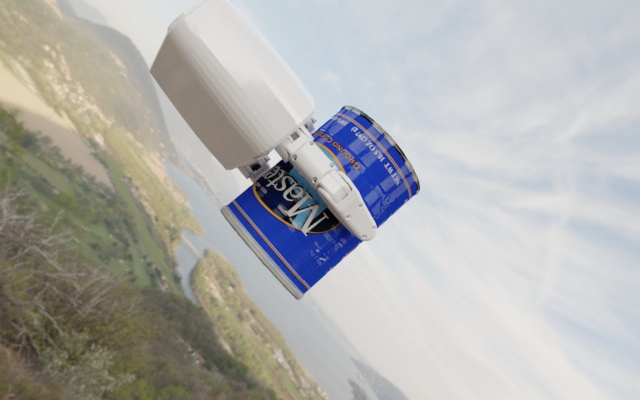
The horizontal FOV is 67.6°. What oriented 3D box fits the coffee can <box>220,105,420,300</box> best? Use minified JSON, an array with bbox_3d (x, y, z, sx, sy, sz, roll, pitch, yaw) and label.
[{"bbox_3d":[0.000,0.002,0.416,0.140,0.103,0.103,-41,6,-7],"label":"coffee can"}]
